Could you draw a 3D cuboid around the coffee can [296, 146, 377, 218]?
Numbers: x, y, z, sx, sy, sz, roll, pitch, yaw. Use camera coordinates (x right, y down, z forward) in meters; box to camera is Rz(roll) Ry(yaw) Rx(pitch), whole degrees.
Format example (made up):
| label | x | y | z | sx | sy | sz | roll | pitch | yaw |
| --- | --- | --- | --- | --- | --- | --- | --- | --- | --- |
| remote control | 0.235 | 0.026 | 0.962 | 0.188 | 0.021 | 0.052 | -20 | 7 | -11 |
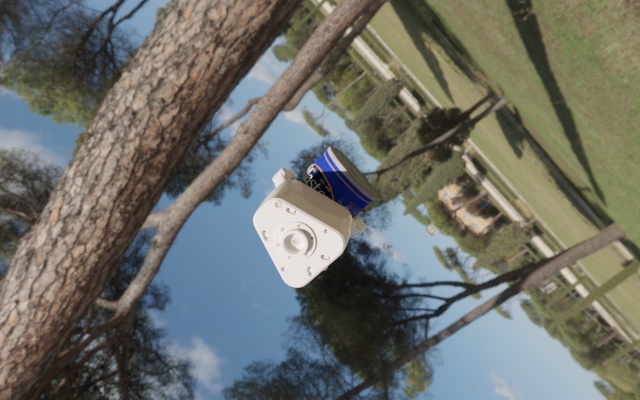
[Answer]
| label | x | y | z | sx | sy | sz | roll | pitch | yaw |
| --- | --- | --- | --- | --- | --- | --- | --- | --- | --- |
| coffee can | 0.000 | 0.002 | 0.722 | 0.140 | 0.103 | 0.103 | -42 | -12 | 13 |
